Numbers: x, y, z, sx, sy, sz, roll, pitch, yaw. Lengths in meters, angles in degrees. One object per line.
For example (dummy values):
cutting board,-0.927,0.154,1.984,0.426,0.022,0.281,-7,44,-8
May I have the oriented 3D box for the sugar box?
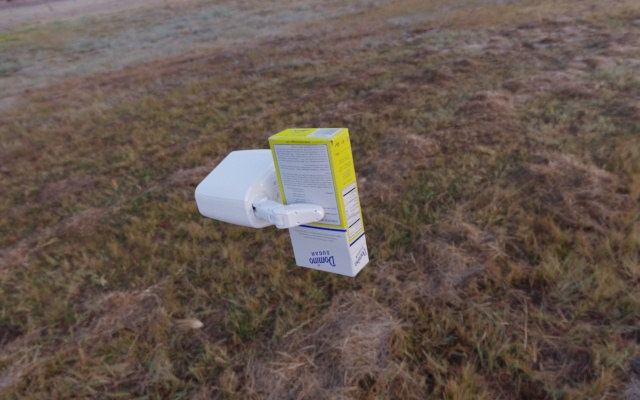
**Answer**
sugar box,0.000,0.002,0.586,0.093,0.176,0.048,6,30,36
